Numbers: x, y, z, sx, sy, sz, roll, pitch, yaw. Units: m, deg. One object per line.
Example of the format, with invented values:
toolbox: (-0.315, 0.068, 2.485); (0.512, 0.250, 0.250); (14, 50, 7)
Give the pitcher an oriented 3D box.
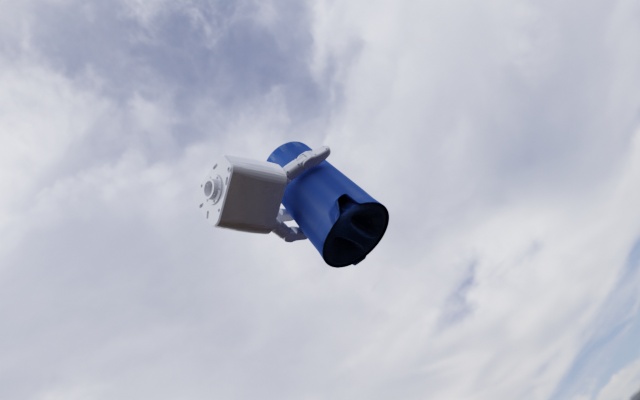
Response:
pitcher: (0.000, 0.003, 0.853); (0.145, 0.149, 0.242); (6, 29, -42)
